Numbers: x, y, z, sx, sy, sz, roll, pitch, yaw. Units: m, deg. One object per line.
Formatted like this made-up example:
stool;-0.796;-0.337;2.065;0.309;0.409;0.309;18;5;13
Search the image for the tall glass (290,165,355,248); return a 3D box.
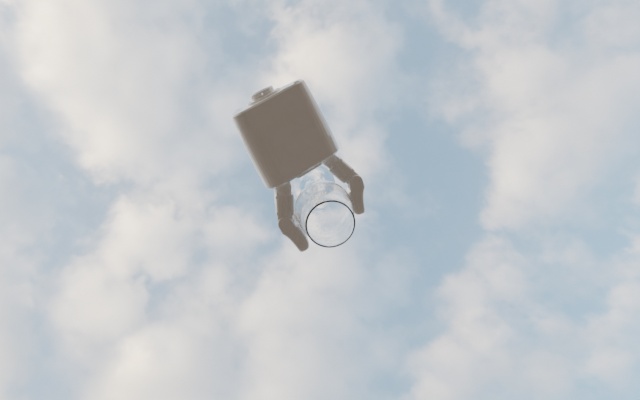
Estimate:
tall glass;0.000;0.002;0.677;0.079;0.079;0.201;0;16;-8
